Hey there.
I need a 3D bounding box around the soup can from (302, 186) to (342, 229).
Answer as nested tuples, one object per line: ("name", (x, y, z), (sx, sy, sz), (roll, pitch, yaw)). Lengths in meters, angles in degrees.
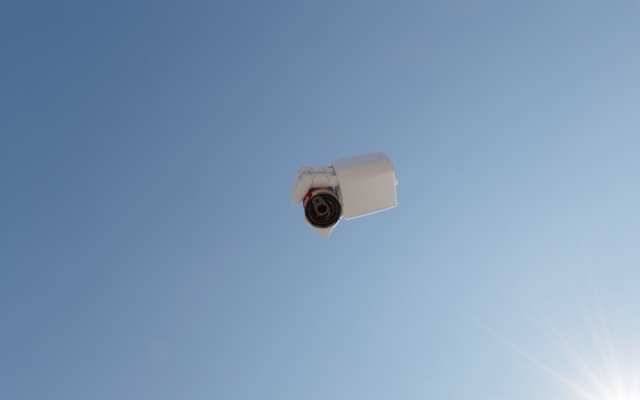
("soup can", (0.000, 0.003, 0.899), (0.068, 0.068, 0.102), (0, 18, -6))
